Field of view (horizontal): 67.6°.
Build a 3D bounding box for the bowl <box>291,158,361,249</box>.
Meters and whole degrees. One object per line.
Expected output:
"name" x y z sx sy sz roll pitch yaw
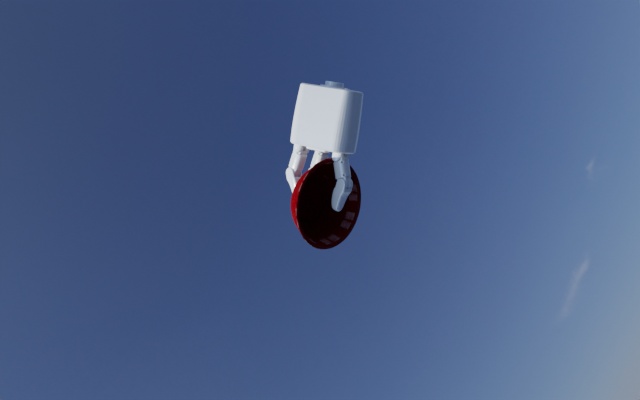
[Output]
"bowl" -0.001 0.004 0.848 0.162 0.162 0.055 0 8 -45
